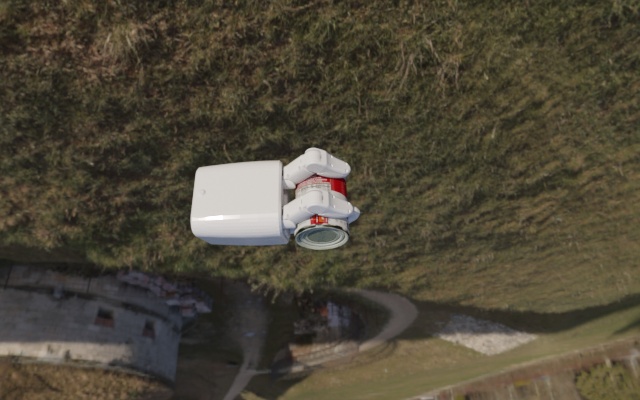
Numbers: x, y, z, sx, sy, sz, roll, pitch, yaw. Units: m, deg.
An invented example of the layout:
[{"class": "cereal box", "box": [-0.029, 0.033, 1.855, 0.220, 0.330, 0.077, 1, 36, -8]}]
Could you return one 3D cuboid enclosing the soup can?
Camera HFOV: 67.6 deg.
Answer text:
[{"class": "soup can", "box": [0.001, 0.002, 0.596, 0.068, 0.102, 0.068, -1, -29, -1]}]
